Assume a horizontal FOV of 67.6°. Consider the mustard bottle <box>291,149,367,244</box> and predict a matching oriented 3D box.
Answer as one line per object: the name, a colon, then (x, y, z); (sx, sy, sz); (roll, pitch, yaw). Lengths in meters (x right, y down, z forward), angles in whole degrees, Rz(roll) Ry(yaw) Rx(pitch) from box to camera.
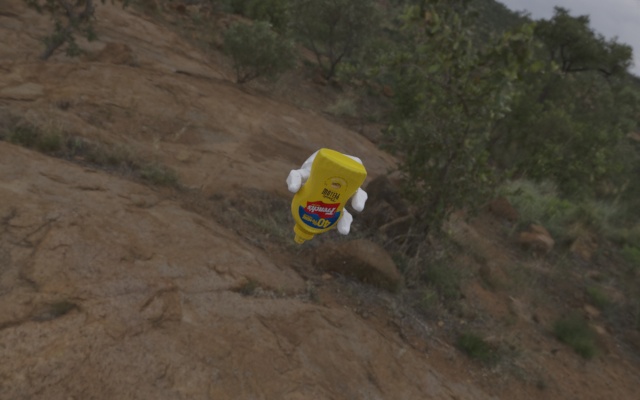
mustard bottle: (0.000, 0.003, 0.888); (0.096, 0.192, 0.058); (20, 26, -20)
